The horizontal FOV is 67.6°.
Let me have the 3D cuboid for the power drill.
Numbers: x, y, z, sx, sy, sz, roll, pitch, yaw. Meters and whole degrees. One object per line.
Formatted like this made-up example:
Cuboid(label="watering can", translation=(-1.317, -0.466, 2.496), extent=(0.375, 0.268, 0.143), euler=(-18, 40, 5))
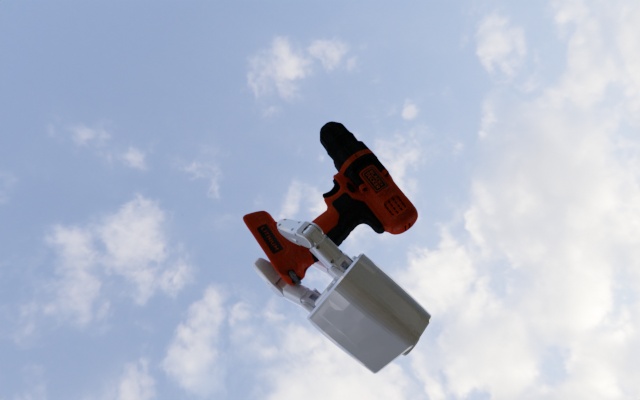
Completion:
Cuboid(label="power drill", translation=(0.000, 0.002, 0.603), extent=(0.187, 0.184, 0.057), euler=(-34, -28, -5))
